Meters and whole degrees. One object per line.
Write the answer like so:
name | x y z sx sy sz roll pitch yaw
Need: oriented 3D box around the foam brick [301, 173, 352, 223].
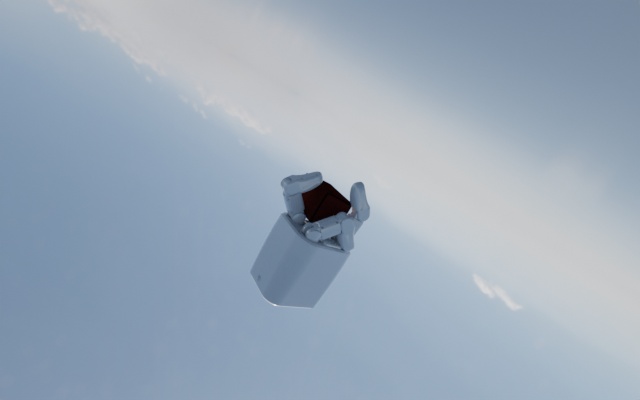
foam brick | 0.000 0.002 0.713 0.053 0.051 0.078 25 12 -33
